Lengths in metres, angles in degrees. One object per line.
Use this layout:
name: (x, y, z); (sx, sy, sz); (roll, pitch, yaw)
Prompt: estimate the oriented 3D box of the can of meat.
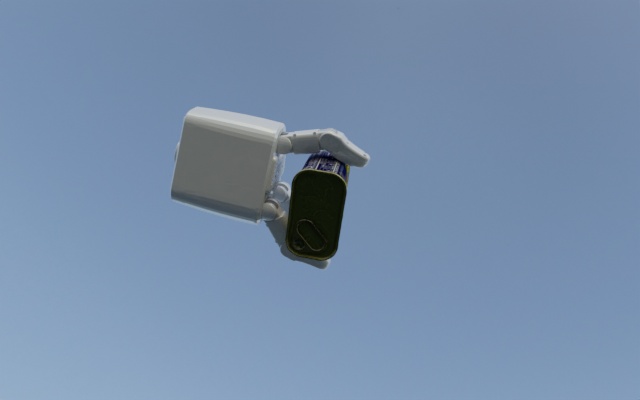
can of meat: (0.000, 0.002, 0.534); (0.057, 0.102, 0.084); (10, 23, 5)
